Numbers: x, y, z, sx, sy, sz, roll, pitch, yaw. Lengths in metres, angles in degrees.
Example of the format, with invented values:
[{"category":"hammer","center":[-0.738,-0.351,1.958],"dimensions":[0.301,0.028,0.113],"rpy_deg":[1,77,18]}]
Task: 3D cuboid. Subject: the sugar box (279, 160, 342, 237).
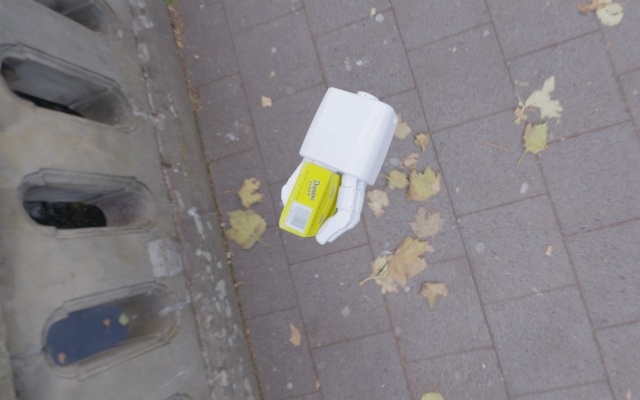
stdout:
[{"category":"sugar box","center":[0.001,0.002,0.685],"dimensions":[0.048,0.093,0.176],"rpy_deg":[24,4,15]}]
